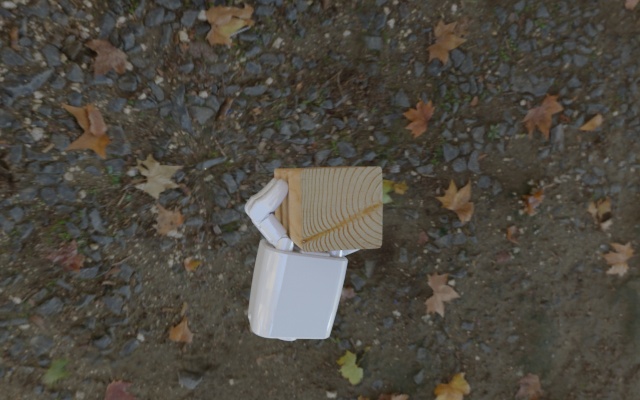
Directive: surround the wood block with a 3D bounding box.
[{"bbox_3d":[0.000,0.002,0.601,0.091,0.090,0.206,-2,4,-13],"label":"wood block"}]
